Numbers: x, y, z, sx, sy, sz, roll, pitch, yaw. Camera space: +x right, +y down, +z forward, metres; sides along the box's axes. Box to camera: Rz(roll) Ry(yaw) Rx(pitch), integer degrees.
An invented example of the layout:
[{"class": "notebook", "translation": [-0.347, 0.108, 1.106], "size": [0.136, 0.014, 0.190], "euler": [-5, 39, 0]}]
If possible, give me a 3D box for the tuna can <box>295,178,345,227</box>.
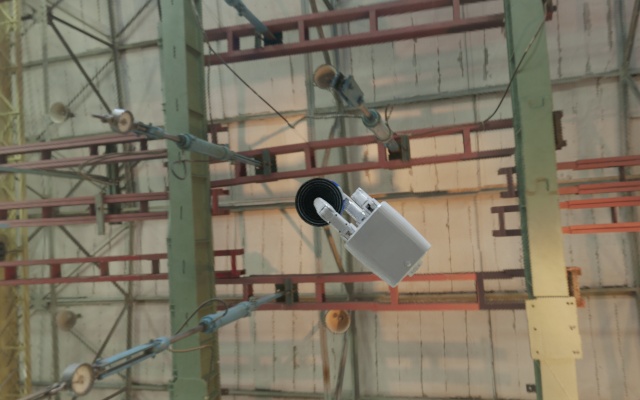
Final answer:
[{"class": "tuna can", "translation": [0.000, 0.003, 0.844], "size": [0.086, 0.086, 0.034], "euler": [0, 2, 11]}]
